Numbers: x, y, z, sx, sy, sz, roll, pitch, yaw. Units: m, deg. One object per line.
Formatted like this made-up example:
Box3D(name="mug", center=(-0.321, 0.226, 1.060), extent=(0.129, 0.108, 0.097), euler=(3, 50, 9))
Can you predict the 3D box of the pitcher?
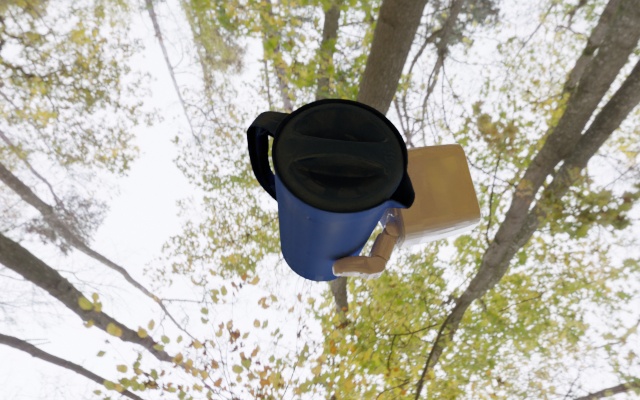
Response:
Box3D(name="pitcher", center=(0.000, 0.002, 0.560), extent=(0.145, 0.149, 0.243), euler=(-12, -26, -12))
